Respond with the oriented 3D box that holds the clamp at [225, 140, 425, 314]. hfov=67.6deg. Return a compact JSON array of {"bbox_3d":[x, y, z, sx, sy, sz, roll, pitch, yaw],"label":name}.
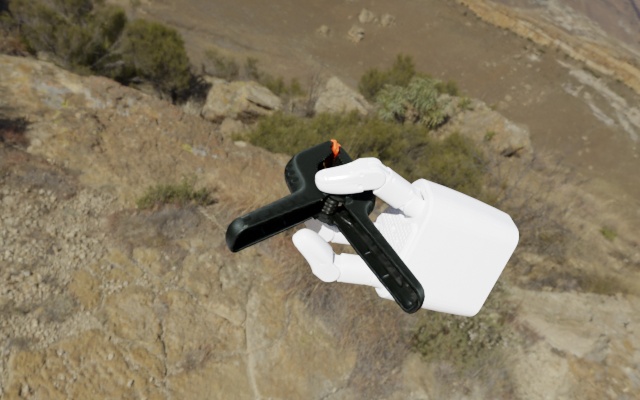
[{"bbox_3d":[0.001,0.001,0.434,0.164,0.036,0.209,18,33,-18],"label":"clamp"}]
